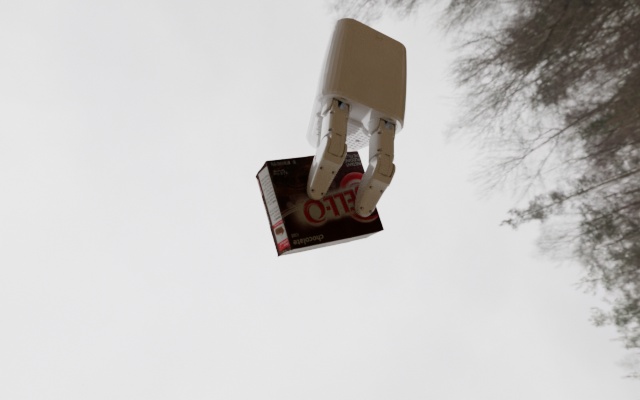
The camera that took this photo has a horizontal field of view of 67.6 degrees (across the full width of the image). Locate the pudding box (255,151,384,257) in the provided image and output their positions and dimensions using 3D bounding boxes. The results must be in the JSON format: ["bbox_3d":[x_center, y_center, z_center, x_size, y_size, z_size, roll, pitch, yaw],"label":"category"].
[{"bbox_3d":[0.000,0.002,0.482,0.113,0.090,0.039,-10,-15,-29],"label":"pudding box"}]
